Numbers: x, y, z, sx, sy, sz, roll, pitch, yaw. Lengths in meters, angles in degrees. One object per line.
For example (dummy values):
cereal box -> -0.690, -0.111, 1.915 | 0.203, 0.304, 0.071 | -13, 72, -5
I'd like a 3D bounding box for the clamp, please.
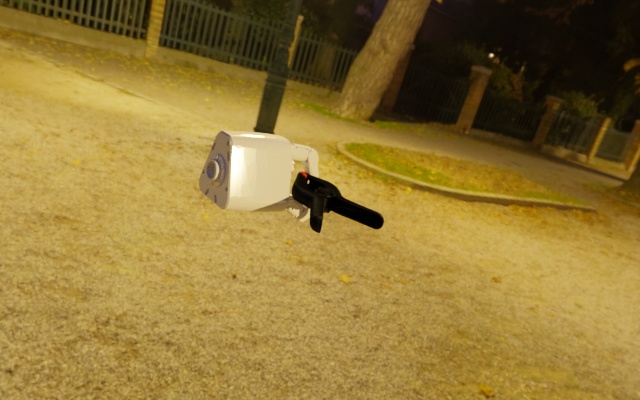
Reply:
clamp -> 0.000, 0.002, 0.718 | 0.120, 0.039, 0.171 | 1, 23, -42
